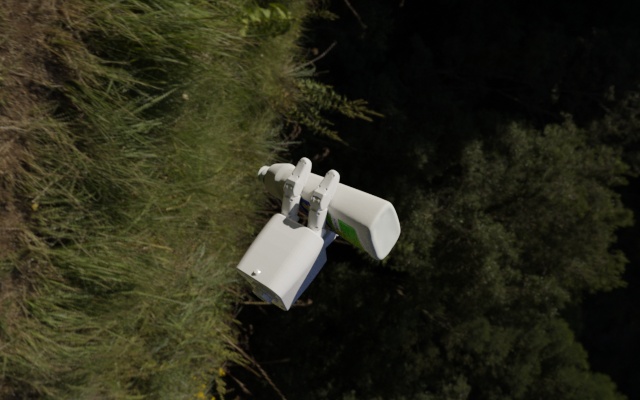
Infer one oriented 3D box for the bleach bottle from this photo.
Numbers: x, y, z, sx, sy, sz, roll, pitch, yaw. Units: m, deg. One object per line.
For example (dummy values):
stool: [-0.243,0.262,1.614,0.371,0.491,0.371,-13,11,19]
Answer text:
bleach bottle: [0.000,0.002,0.761,0.250,0.068,0.103,24,-24,33]
